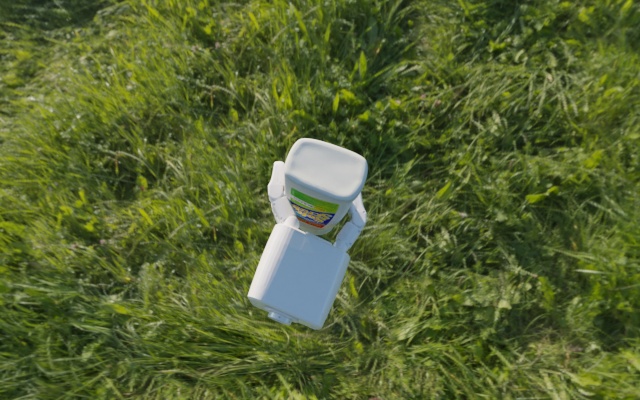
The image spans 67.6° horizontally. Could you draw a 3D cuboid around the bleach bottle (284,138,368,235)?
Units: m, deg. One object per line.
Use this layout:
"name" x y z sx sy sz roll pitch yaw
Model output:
"bleach bottle" 0.000 0.002 0.686 0.102 0.068 0.251 21 -19 5
